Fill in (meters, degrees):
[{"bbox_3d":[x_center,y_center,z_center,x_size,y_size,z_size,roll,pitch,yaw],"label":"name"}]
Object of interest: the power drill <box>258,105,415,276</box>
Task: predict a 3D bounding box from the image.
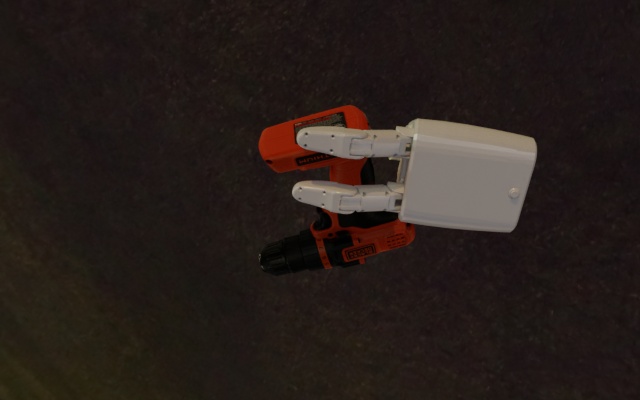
[{"bbox_3d":[0.000,0.001,0.509,0.184,0.188,0.057,-16,43,4],"label":"power drill"}]
